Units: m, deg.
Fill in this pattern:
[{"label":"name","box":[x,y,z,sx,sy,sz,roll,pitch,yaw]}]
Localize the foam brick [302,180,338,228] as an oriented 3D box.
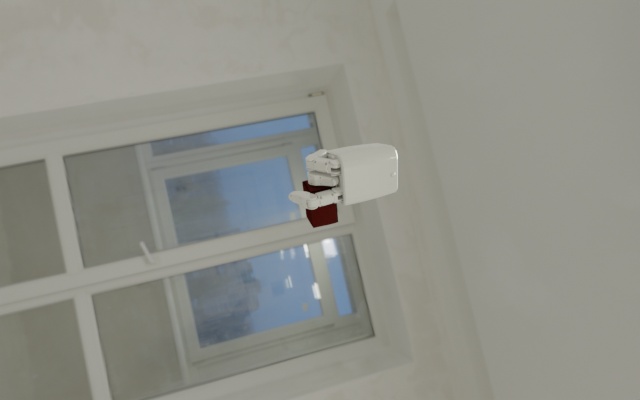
[{"label":"foam brick","box":[0.000,0.003,0.895,0.051,0.078,0.053,-12,30,-12]}]
